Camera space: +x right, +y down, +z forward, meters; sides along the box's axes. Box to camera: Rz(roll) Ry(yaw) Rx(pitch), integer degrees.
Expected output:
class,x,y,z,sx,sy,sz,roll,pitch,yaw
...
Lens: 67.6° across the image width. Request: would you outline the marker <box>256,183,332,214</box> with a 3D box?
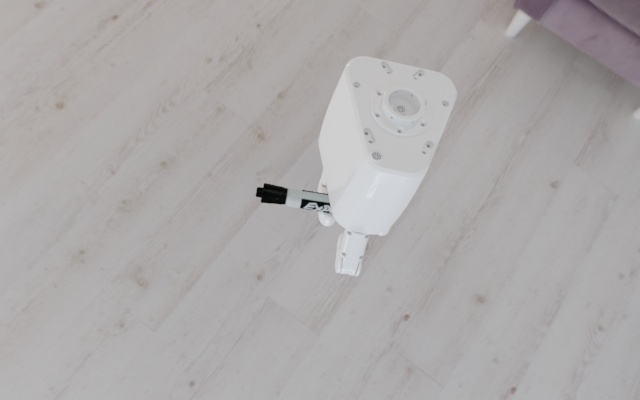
class,x,y,z,sx,sy,sz,roll,pitch,yaw
marker,0.000,0.002,0.447,0.121,0.020,0.020,9,-1,-6
